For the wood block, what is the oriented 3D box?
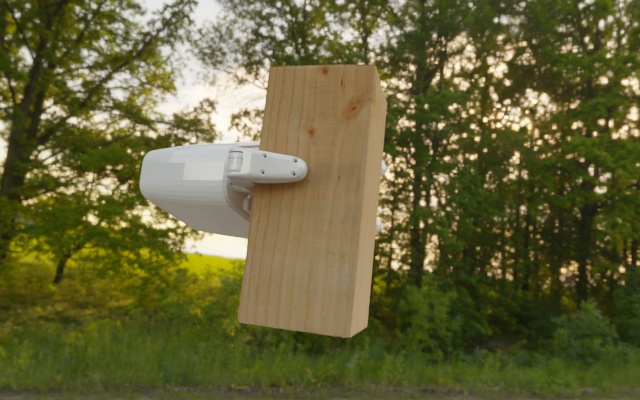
[{"bbox_3d":[0.000,0.001,0.404,0.090,0.206,0.091,4,-8,15],"label":"wood block"}]
